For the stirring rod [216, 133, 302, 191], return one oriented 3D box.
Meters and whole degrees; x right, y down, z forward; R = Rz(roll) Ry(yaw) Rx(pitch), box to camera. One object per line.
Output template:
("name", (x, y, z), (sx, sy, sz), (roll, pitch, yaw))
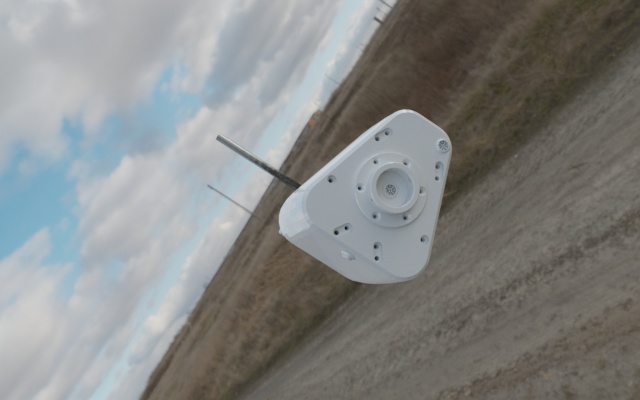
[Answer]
("stirring rod", (0.000, 0.002, 0.480), (0.239, 0.011, 0.011), (33, -3, -5))
